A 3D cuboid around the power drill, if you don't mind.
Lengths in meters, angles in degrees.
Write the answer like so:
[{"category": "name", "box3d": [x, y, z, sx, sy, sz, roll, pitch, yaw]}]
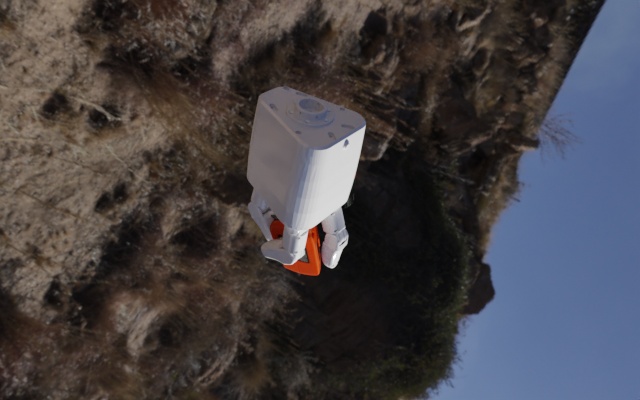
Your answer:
[{"category": "power drill", "box3d": [0.000, 0.002, 0.643, 0.057, 0.187, 0.185, 10, -35, 18]}]
